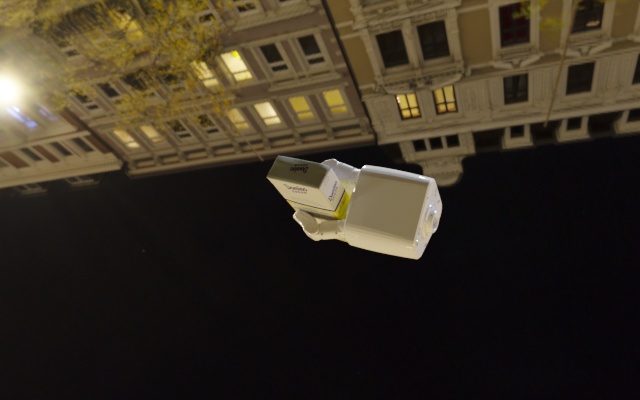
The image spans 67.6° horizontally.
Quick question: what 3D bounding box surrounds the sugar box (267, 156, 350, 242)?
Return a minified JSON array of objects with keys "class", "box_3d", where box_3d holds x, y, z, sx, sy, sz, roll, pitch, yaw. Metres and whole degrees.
[{"class":"sugar box","box_3d":[0.001,0.002,0.728,0.093,0.048,0.176,14,-25,30]}]
